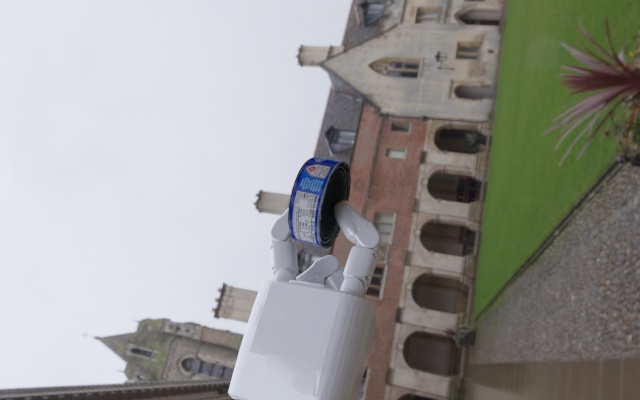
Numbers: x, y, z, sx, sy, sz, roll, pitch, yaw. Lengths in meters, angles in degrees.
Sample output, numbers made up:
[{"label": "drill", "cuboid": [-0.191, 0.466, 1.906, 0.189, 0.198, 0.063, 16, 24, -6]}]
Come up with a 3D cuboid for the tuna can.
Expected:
[{"label": "tuna can", "cuboid": [0.000, 0.001, 0.466, 0.034, 0.086, 0.086, 13, 4, 18]}]
